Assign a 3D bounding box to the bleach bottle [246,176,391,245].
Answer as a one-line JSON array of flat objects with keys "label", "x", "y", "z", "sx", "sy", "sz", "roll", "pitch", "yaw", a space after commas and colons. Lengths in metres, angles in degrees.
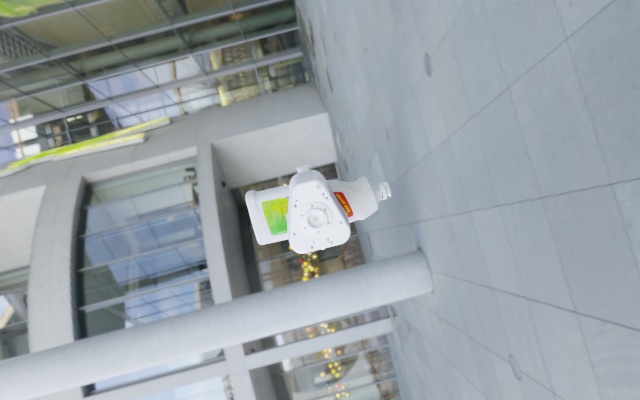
[{"label": "bleach bottle", "x": 0.000, "y": 0.003, "z": 0.861, "sx": 0.251, "sy": 0.102, "sz": 0.068, "roll": -14, "pitch": 11, "yaw": -1}]
